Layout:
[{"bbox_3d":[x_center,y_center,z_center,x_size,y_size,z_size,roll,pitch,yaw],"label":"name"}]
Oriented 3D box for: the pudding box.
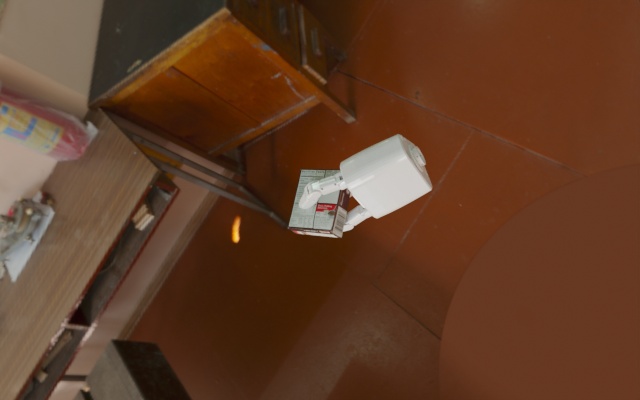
[{"bbox_3d":[0.000,0.003,0.811,0.090,0.113,0.039,3,-19,31],"label":"pudding box"}]
